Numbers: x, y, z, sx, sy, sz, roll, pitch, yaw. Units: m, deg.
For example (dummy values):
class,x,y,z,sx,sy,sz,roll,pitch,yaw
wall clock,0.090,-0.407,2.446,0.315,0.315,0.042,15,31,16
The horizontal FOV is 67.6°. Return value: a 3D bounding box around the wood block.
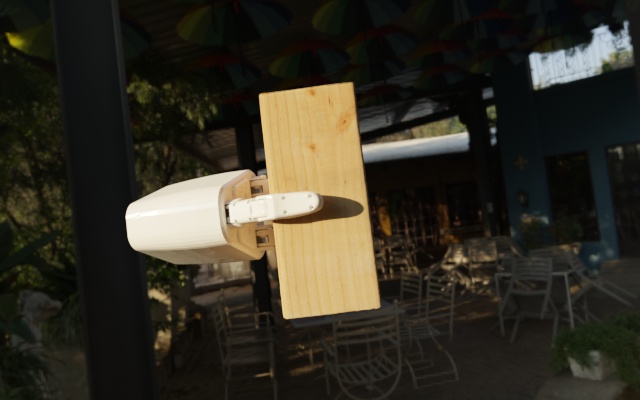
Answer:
class,x,y,z,sx,sy,sz,roll,pitch,yaw
wood block,0.000,0.001,0.472,0.090,0.206,0.091,-7,-3,1
